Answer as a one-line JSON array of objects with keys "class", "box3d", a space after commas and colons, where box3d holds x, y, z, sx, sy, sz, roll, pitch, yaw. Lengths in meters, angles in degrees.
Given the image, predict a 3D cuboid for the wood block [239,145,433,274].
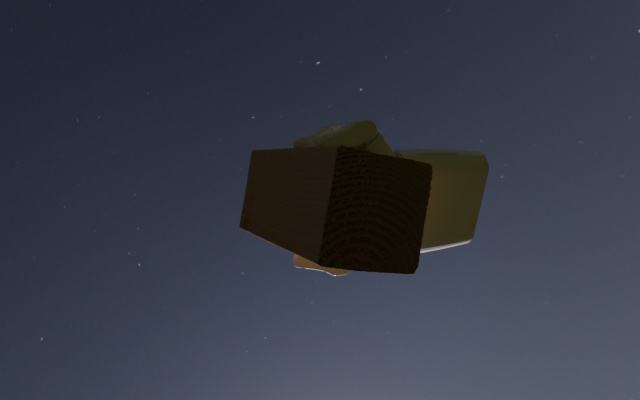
[{"class": "wood block", "box3d": [0.000, 0.002, 0.450, 0.090, 0.091, 0.206, 8, 1, -25]}]
